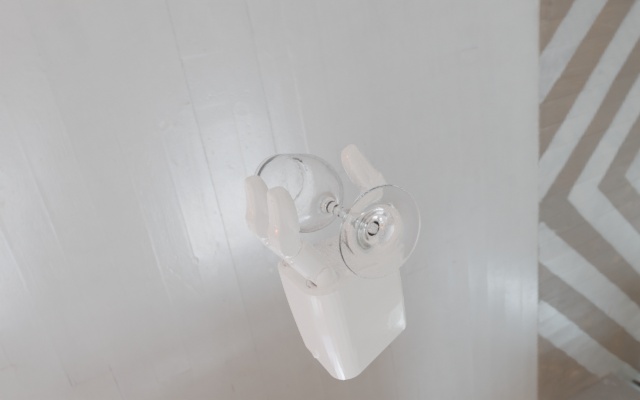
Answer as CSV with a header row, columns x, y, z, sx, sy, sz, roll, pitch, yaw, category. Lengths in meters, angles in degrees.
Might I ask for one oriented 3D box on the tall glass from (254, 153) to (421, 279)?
x,y,z,sx,sy,sz,roll,pitch,yaw,category
0.000,0.001,0.444,0.079,0.079,0.201,0,14,-29,tall glass
